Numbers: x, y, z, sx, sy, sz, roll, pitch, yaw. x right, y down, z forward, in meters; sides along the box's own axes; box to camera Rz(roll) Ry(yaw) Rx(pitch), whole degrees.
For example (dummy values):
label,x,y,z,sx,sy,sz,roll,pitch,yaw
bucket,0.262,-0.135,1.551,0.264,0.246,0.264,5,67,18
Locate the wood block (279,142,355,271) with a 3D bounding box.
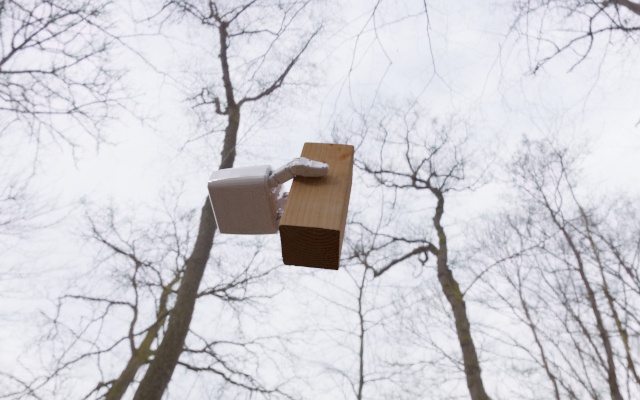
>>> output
label,x,y,z,sx,sy,sz,roll,pitch,yaw
wood block,0.000,0.002,0.774,0.090,0.091,0.206,5,43,7
